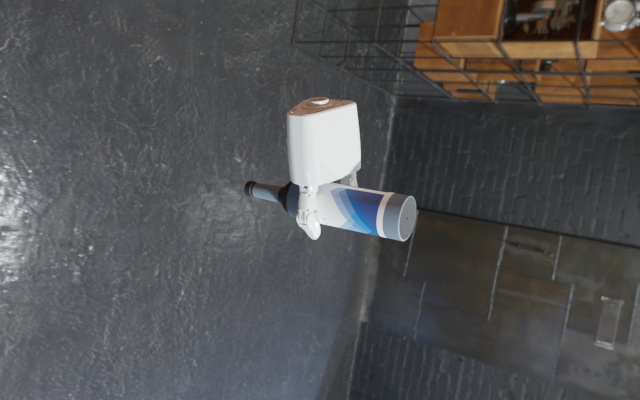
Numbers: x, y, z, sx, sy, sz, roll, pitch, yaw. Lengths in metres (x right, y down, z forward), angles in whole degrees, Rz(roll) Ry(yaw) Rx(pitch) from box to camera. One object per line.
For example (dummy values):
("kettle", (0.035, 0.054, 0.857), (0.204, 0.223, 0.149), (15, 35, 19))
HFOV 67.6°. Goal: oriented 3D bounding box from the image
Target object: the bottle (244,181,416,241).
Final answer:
("bottle", (0.000, 0.003, 0.757), (0.295, 0.069, 0.069), (11, 5, 30))
